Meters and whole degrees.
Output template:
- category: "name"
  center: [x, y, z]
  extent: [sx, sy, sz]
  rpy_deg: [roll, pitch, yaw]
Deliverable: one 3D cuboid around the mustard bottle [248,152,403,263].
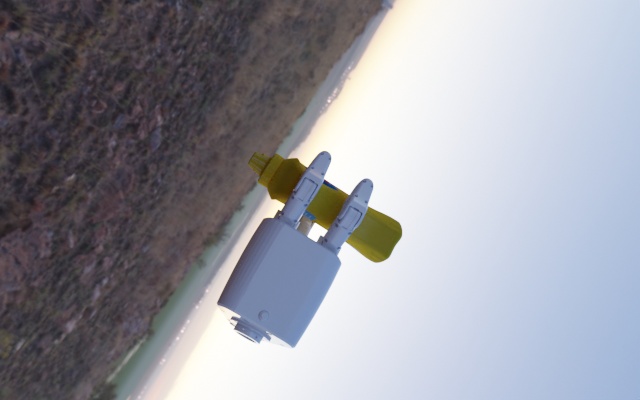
- category: "mustard bottle"
  center: [0.000, 0.002, 0.564]
  extent: [0.191, 0.058, 0.096]
  rpy_deg: [32, 0, -5]
